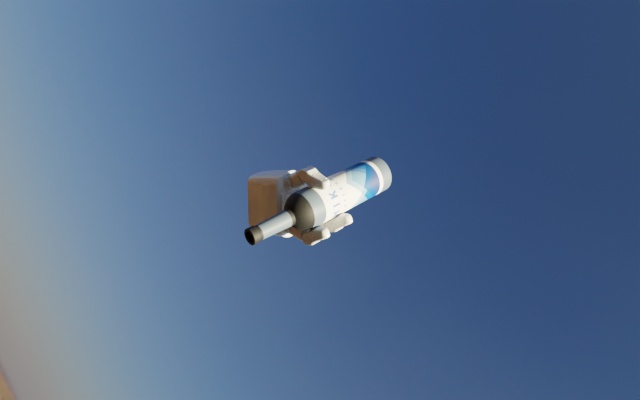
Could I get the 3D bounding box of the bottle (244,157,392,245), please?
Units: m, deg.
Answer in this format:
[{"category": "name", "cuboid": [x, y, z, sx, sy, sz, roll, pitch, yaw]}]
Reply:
[{"category": "bottle", "cuboid": [0.000, 0.003, 0.800, 0.295, 0.069, 0.069, -26, 16, -36]}]
